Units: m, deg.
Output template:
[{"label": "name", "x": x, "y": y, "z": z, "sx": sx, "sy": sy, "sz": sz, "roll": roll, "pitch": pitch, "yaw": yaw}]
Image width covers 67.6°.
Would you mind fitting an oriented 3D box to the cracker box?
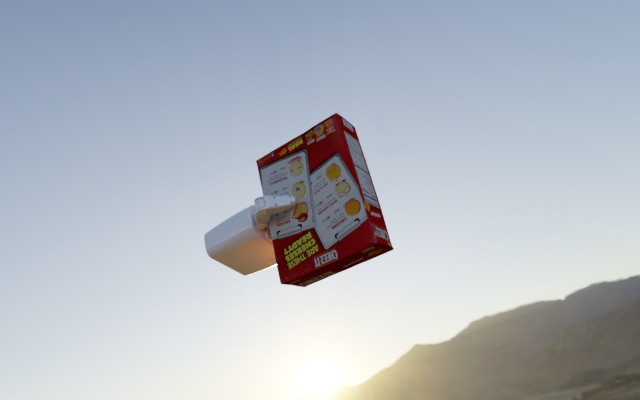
[{"label": "cracker box", "x": 0.000, "y": 0.002, "z": 0.723, "sx": 0.164, "sy": 0.213, "sz": 0.072, "roll": -27, "pitch": -26, "yaw": 26}]
